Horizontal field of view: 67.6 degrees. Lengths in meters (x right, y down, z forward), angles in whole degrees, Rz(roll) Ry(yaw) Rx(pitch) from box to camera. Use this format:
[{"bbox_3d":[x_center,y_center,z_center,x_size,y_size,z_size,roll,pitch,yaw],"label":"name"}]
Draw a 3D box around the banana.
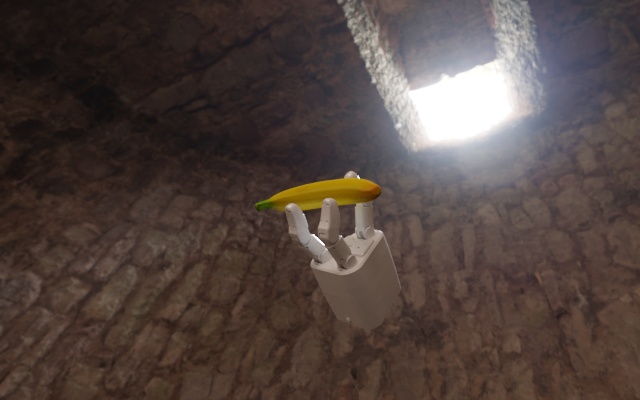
[{"bbox_3d":[0.005,-0.005,0.687,0.198,0.037,0.069,-10,19,29],"label":"banana"}]
